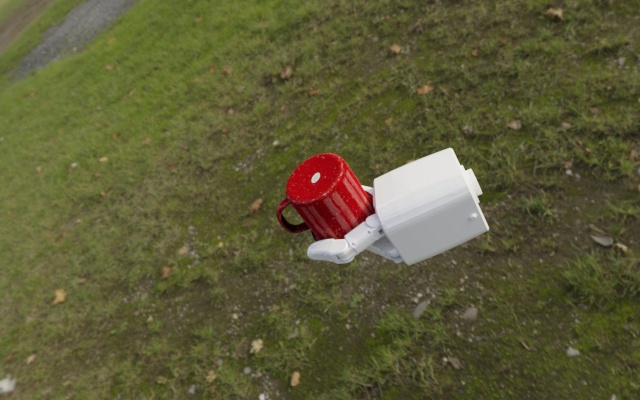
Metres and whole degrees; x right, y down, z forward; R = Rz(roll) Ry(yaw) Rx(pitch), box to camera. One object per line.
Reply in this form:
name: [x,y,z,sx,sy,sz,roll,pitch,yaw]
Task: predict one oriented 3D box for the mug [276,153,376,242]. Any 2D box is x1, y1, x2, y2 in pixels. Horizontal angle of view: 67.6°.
mug: [-0.001,0.002,0.584,0.117,0.093,0.081,-24,-49,15]
